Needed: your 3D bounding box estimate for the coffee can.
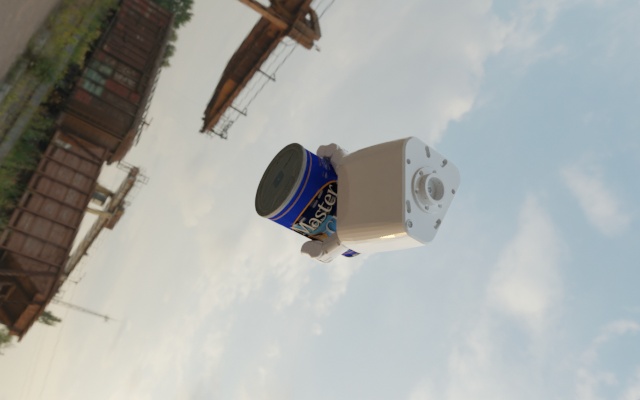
[{"bbox_3d":[0.000,0.002,0.627,0.140,0.102,0.103,28,-15,-29],"label":"coffee can"}]
